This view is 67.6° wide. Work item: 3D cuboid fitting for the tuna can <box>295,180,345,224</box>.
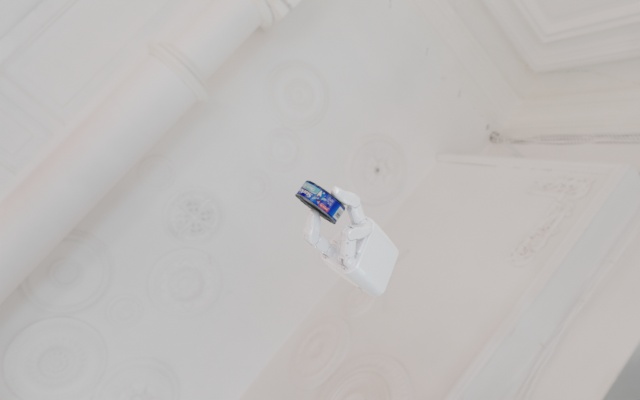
[{"bbox_3d":[0.000,0.002,0.823,0.086,0.034,0.086,36,-7,5],"label":"tuna can"}]
